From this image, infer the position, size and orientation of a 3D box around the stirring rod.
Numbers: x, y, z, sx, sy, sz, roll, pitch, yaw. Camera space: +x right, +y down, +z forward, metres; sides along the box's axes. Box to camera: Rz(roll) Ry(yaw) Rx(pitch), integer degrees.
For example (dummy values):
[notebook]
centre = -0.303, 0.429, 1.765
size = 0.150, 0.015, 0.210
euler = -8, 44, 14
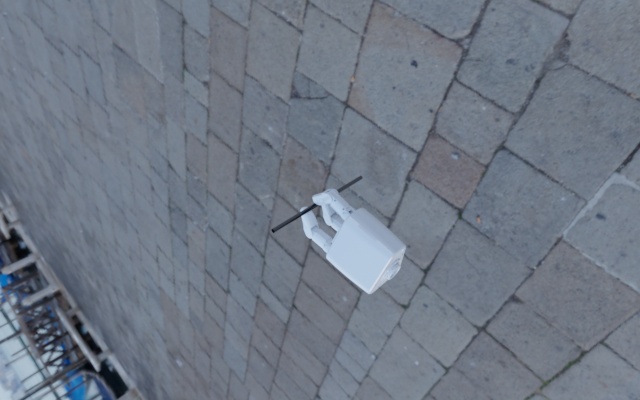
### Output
[stirring rod]
centre = 0.000, 0.003, 0.898
size = 0.239, 0.011, 0.011
euler = -31, 20, -37
